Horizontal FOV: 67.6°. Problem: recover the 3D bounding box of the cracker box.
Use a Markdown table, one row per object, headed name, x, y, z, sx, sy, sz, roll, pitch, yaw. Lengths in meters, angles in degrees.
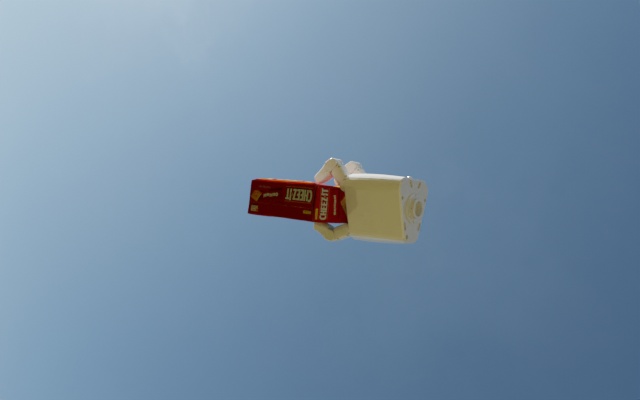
| name | x | y | z | sx | sy | sz | roll | pitch | yaw |
| --- | --- | --- | --- | --- | --- | --- | --- | --- | --- |
| cracker box | 0.000 | 0.003 | 0.889 | 0.164 | 0.072 | 0.214 | 5 | -1 | 41 |
